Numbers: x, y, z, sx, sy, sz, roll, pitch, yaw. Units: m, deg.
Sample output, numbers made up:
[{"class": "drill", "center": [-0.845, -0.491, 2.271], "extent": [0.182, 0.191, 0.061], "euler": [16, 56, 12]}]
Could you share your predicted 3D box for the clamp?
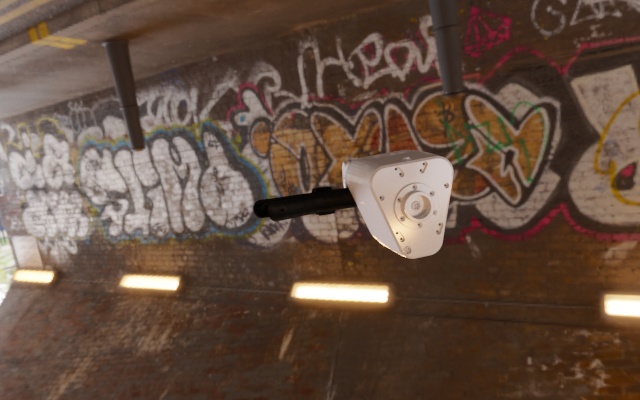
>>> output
[{"class": "clamp", "center": [0.000, 0.003, 0.608], "extent": [0.171, 0.039, 0.120], "euler": [-11, 9, -7]}]
